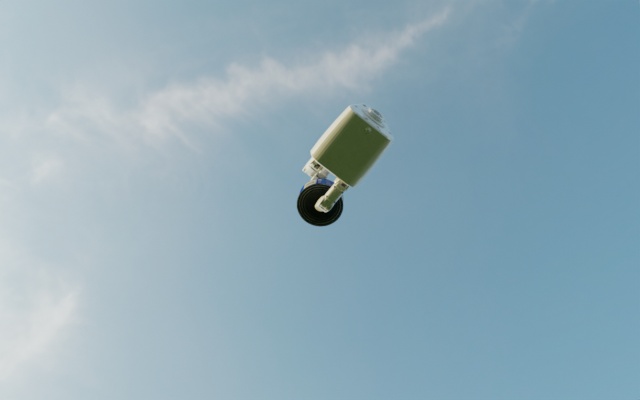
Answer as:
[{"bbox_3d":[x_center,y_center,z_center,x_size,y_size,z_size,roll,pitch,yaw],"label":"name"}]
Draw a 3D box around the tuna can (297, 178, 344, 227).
[{"bbox_3d":[0.000,0.003,0.885,0.086,0.086,0.033,0,24,5],"label":"tuna can"}]
